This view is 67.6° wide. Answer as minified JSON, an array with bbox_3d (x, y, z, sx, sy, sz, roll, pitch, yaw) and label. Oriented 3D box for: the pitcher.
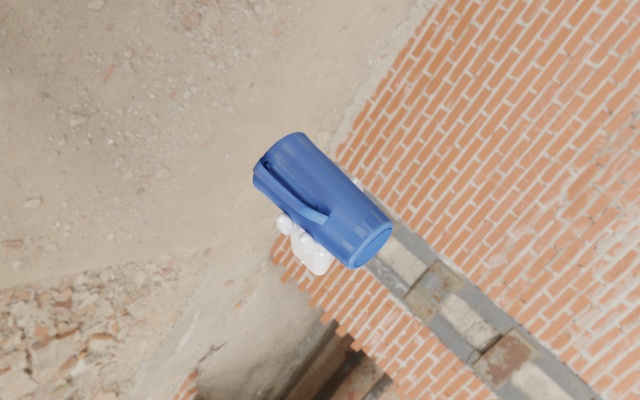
[{"bbox_3d":[0.000,0.003,0.822,0.149,0.242,0.145,-37,-23,-25],"label":"pitcher"}]
